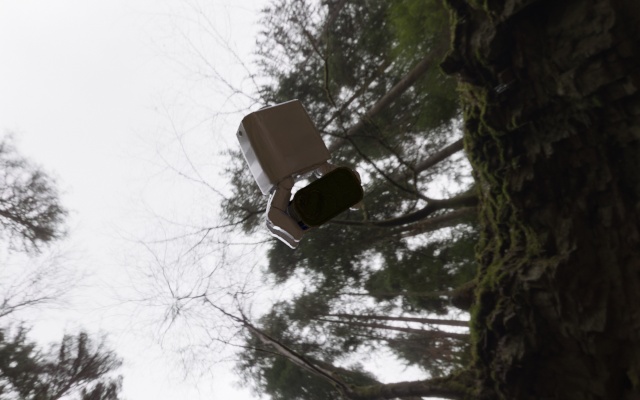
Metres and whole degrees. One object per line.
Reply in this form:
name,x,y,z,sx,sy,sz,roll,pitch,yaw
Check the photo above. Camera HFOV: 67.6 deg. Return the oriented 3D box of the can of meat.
can of meat,0.000,0.002,0.692,0.102,0.057,0.084,-31,-1,-21
